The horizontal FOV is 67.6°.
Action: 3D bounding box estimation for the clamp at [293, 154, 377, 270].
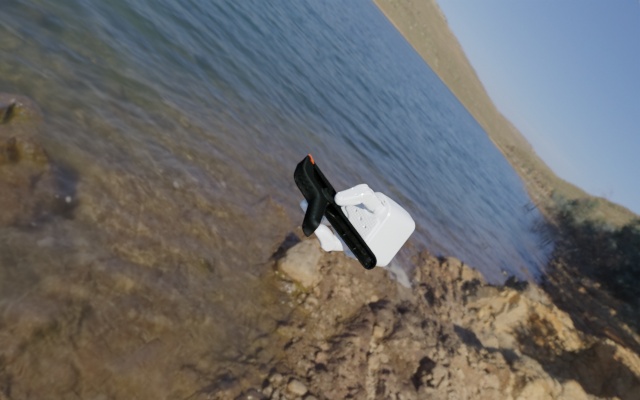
[{"bbox_3d":[0.001,0.002,0.726,0.036,0.209,0.165,-38,-36,17],"label":"clamp"}]
